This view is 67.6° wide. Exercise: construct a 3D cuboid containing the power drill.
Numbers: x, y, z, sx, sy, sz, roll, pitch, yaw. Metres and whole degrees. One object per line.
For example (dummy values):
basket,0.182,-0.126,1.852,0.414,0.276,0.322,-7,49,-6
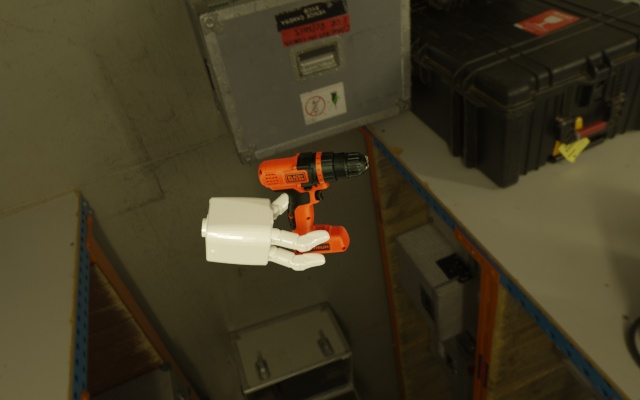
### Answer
power drill,0.000,0.003,0.826,0.184,0.188,0.057,-4,31,12
